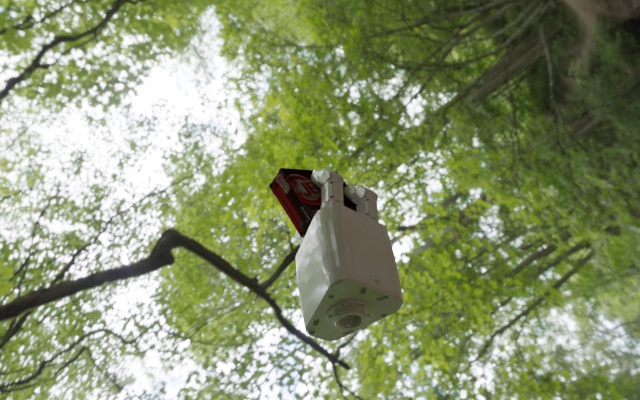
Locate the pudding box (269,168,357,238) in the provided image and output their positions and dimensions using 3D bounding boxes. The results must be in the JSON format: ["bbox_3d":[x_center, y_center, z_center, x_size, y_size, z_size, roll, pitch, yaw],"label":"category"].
[{"bbox_3d":[0.000,0.002,0.625,0.113,0.090,0.039,2,-43,-49],"label":"pudding box"}]
